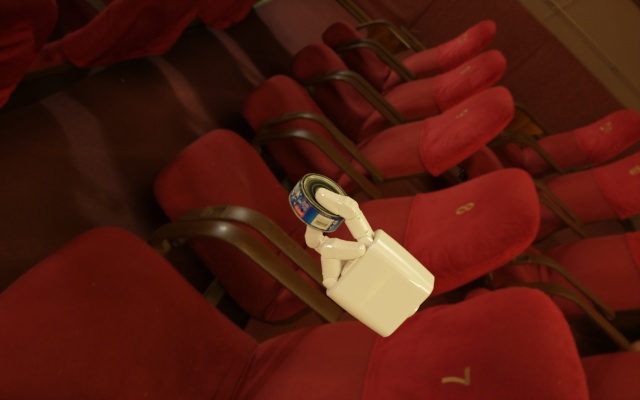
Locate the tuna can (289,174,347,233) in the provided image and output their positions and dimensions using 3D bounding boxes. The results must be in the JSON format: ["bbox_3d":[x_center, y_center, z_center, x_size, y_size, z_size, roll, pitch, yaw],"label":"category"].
[{"bbox_3d":[0.000,0.002,0.682,0.086,0.086,0.034,0,-41,-44],"label":"tuna can"}]
